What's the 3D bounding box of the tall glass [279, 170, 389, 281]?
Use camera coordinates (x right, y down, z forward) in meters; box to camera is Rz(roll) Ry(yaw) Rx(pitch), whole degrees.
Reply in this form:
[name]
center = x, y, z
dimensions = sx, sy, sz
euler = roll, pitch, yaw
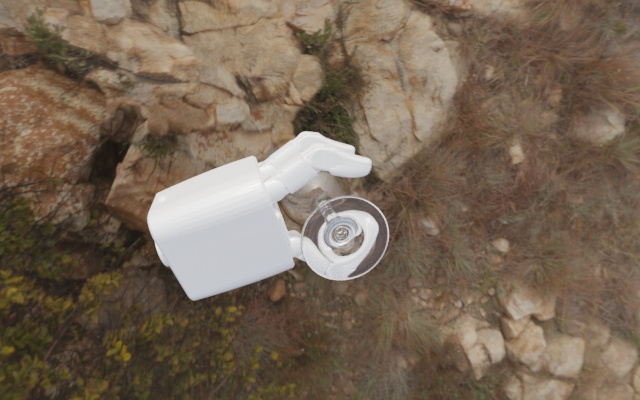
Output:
[tall glass]
center = 0.000, 0.002, 0.479
dimensions = 0.079, 0.079, 0.201
euler = 0, 18, -12
